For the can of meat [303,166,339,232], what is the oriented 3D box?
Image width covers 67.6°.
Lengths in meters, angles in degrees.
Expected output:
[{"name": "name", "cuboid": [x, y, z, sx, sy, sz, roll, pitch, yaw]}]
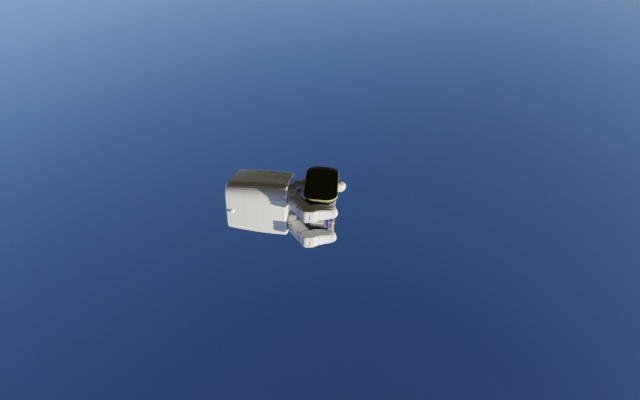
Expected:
[{"name": "can of meat", "cuboid": [0.000, 0.003, 0.840, 0.057, 0.084, 0.102, 4, 36, 1]}]
